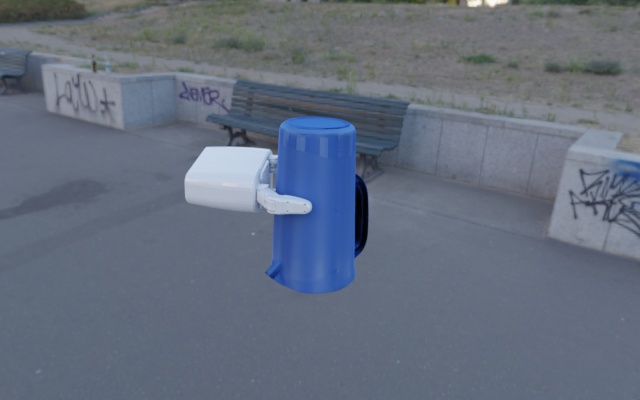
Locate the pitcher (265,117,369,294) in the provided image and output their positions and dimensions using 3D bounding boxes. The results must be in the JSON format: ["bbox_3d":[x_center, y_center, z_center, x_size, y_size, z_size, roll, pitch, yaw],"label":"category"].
[{"bbox_3d":[0.000,0.002,0.715,0.145,0.243,0.149,5,20,7],"label":"pitcher"}]
